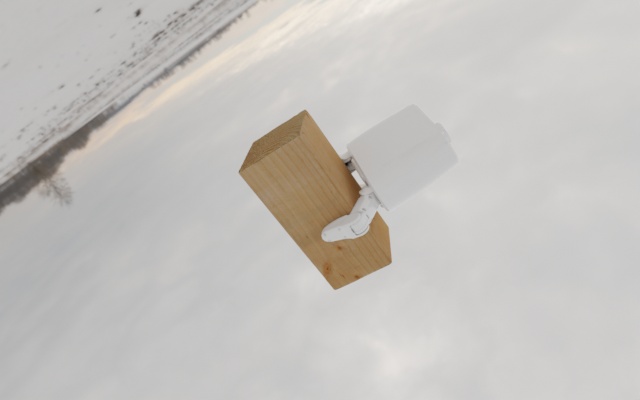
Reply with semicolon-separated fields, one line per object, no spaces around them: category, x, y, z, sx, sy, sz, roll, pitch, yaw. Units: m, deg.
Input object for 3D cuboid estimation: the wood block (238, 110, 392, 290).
wood block;0.000;0.002;0.613;0.090;0.206;0.090;-29;24;19
